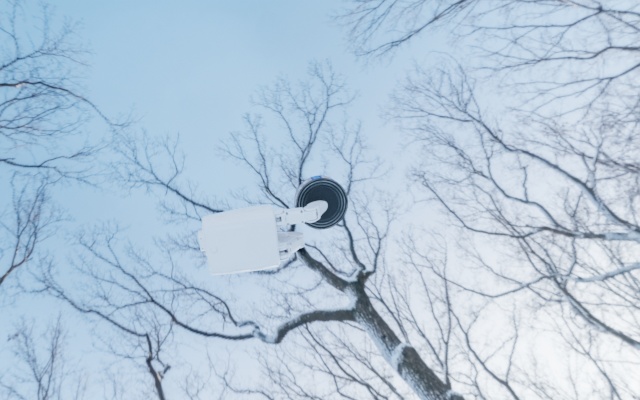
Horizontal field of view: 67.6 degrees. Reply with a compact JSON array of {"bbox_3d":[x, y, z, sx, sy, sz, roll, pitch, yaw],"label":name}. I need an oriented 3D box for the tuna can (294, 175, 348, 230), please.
[{"bbox_3d":[0.000,0.002,0.786,0.086,0.086,0.033,0,12,-11],"label":"tuna can"}]
